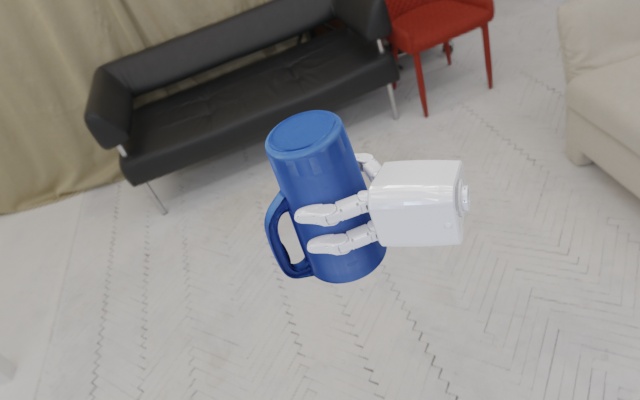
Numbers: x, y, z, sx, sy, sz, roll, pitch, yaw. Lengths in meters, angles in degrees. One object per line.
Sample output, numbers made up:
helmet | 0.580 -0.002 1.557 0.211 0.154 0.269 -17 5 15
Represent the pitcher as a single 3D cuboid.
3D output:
pitcher | 0.000 0.002 0.691 0.145 0.243 0.149 0 43 25
